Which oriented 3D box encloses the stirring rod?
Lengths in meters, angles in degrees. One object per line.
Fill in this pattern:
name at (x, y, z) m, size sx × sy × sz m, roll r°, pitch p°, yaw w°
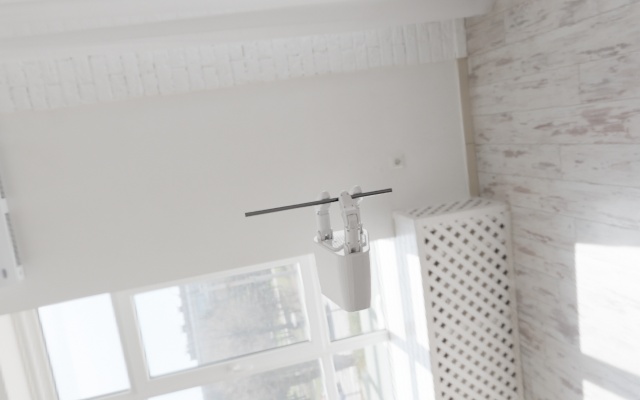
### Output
stirring rod at (0.000, 0.003, 0.759) m, size 0.239 × 0.011 × 0.011 m, roll -10°, pitch 2°, yaw -11°
